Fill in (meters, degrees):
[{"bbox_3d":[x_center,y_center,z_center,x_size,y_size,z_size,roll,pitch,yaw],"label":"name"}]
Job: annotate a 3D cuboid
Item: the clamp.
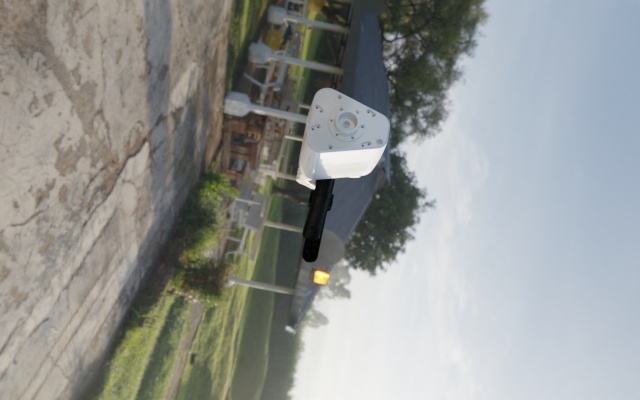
[{"bbox_3d":[0.001,0.002,0.715,0.039,0.171,0.120,11,-15,-3],"label":"clamp"}]
